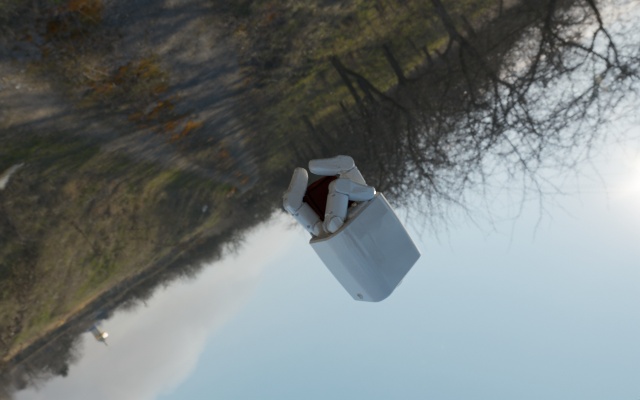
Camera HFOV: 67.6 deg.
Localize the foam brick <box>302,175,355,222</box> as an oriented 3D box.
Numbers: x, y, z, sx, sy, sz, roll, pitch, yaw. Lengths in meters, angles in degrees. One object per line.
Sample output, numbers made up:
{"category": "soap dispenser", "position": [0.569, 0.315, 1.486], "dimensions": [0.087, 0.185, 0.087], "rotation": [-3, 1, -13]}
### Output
{"category": "foam brick", "position": [0.000, 0.002, 0.672], "dimensions": [0.053, 0.051, 0.078], "rotation": [-40, 7, -22]}
